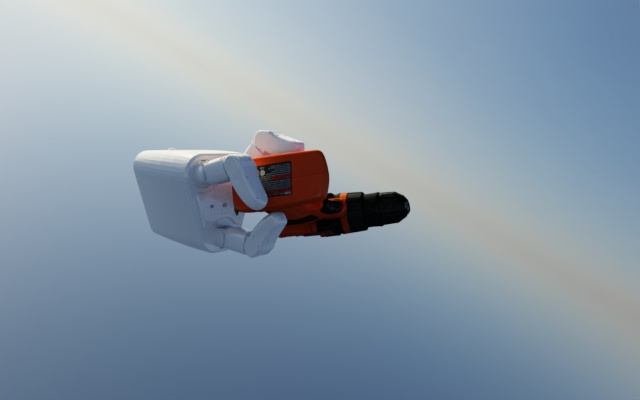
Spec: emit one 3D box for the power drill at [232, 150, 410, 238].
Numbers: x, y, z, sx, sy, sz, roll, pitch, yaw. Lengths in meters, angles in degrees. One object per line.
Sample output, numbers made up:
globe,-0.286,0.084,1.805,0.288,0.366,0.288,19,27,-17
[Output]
power drill,0.000,0.002,0.545,0.184,0.057,0.188,-9,-19,16
